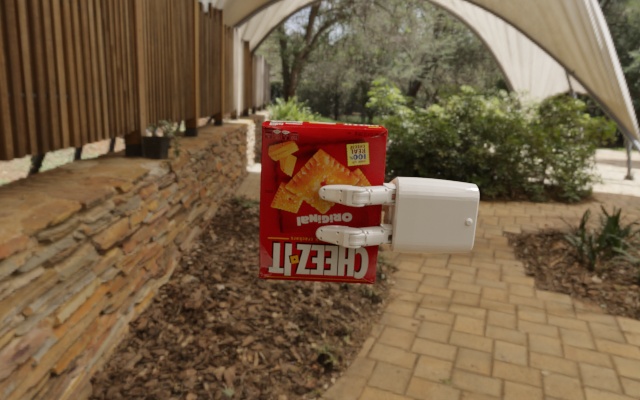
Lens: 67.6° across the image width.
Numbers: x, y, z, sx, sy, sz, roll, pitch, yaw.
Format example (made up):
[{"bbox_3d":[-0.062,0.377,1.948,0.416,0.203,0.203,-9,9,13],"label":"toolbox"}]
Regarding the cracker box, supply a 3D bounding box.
[{"bbox_3d":[0.000,0.002,0.653,0.164,0.214,0.072,3,13,0],"label":"cracker box"}]
